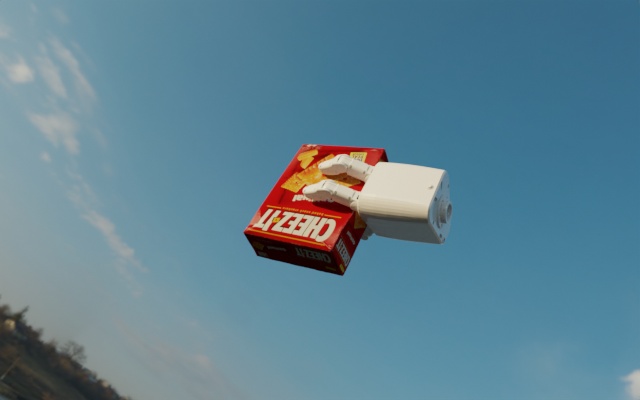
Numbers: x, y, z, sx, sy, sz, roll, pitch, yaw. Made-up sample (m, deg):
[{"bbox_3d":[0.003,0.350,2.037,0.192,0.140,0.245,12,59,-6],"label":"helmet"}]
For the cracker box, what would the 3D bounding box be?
[{"bbox_3d":[0.000,0.003,0.774,0.164,0.213,0.072,8,-39,31],"label":"cracker box"}]
